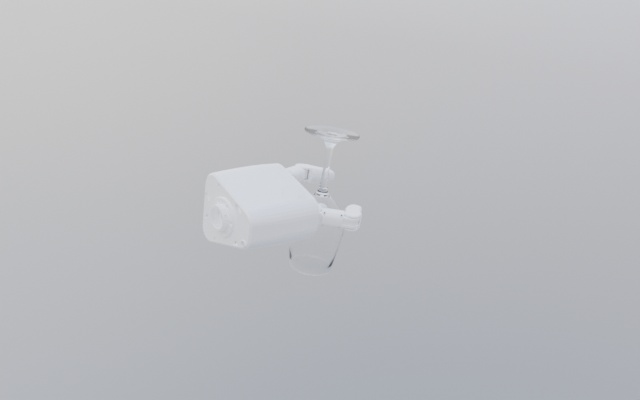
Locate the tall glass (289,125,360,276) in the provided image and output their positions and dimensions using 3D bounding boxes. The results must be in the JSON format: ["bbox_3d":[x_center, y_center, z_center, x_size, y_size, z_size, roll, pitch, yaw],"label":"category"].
[{"bbox_3d":[0.000,0.002,0.664,0.079,0.201,0.079,8,20,-3],"label":"tall glass"}]
